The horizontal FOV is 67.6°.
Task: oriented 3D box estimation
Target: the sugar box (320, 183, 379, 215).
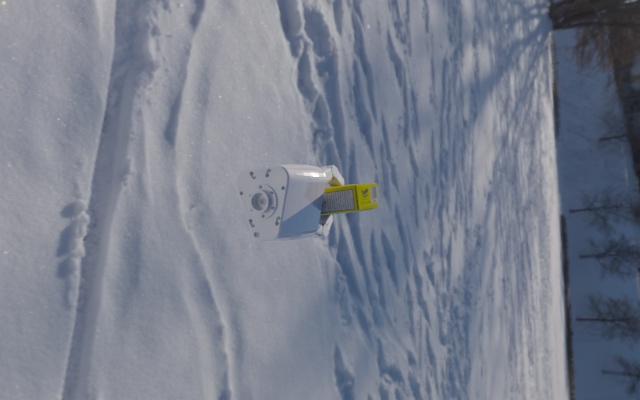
[{"bbox_3d":[0.000,0.002,0.801,0.176,0.048,0.093,-5,1,27],"label":"sugar box"}]
